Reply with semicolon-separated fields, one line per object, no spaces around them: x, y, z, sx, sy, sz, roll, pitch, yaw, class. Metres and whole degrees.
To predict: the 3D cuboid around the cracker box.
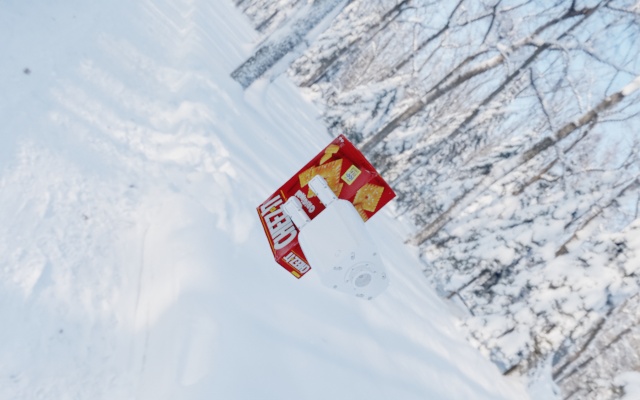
0.000;0.003;0.815;0.072;0.214;0.164;44;9;-35;cracker box
